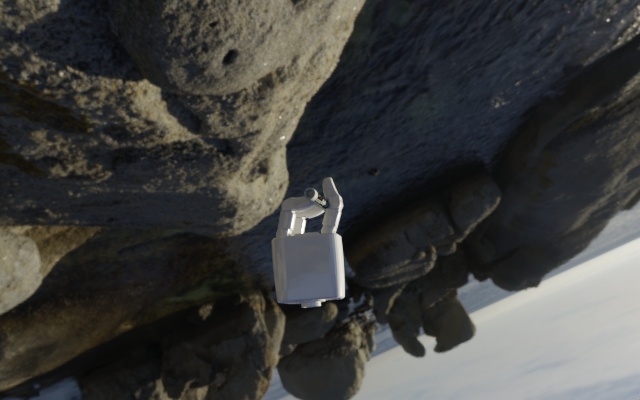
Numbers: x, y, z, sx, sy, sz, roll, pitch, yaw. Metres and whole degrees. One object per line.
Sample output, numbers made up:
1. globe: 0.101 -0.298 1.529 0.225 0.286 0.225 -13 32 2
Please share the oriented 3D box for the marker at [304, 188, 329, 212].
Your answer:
1. marker: 0.000 0.003 0.791 0.020 0.020 0.121 0 -13 17
